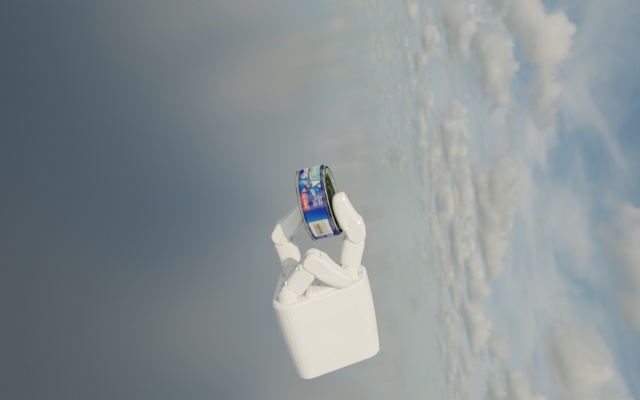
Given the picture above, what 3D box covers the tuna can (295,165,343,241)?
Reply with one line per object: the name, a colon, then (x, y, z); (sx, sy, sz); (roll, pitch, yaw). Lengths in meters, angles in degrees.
tuna can: (0.001, 0.002, 0.558); (0.034, 0.086, 0.086); (-13, -3, 11)
